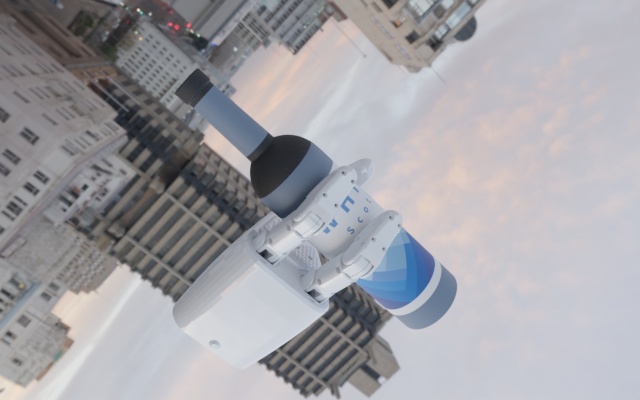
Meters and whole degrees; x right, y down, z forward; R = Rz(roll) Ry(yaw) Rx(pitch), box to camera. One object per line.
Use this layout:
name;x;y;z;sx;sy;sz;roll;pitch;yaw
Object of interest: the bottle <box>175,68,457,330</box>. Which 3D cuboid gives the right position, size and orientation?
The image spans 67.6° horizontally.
bottle;0.000;0.001;0.414;0.296;0.069;0.069;42;-15;-18
